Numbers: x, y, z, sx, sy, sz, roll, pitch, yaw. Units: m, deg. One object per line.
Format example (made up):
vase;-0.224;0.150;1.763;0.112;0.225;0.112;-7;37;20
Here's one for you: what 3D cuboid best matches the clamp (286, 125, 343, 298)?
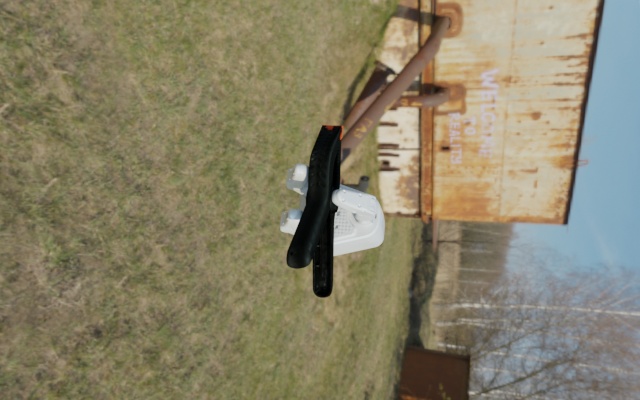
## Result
clamp;0.001;0.001;0.554;0.036;0.210;0.164;4;-14;11
